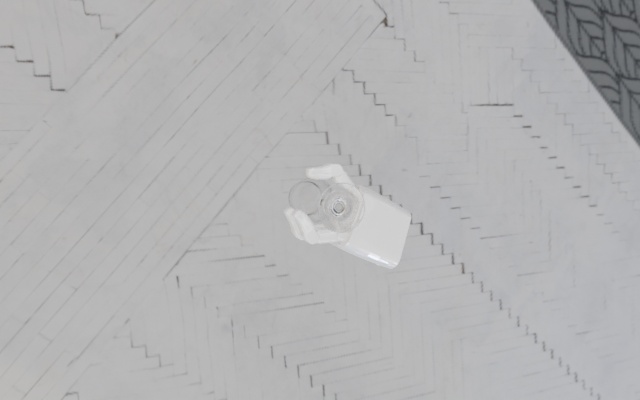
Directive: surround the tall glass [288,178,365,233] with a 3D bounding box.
[{"bbox_3d":[0.000,0.003,0.793,0.079,0.079,0.201,0,5,-19],"label":"tall glass"}]
